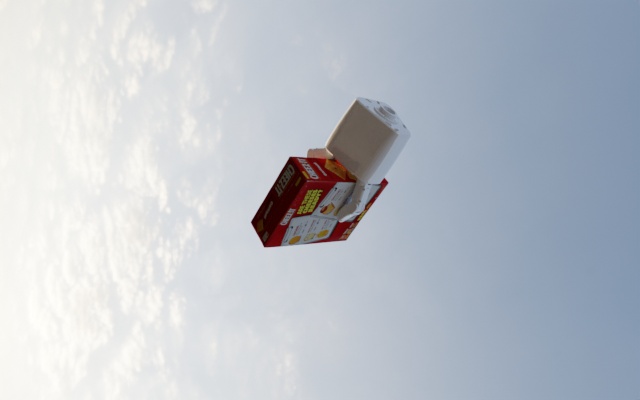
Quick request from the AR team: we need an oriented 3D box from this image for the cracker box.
[{"bbox_3d":[0.000,0.003,0.883,0.214,0.164,0.072,0,44,-44],"label":"cracker box"}]
